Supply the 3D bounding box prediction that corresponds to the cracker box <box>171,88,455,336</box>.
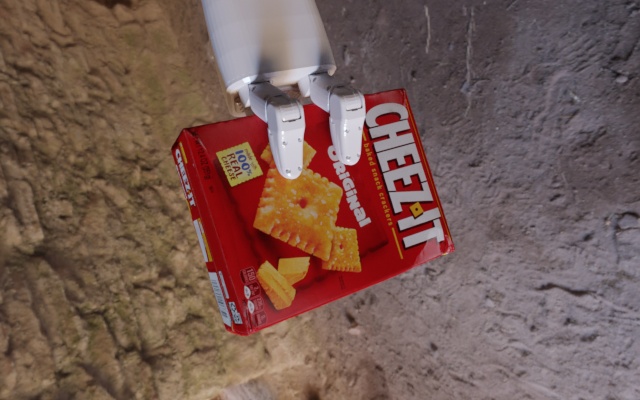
[{"bbox_3d":[0.000,0.001,0.420,0.213,0.164,0.072,-16,-1,-26],"label":"cracker box"}]
